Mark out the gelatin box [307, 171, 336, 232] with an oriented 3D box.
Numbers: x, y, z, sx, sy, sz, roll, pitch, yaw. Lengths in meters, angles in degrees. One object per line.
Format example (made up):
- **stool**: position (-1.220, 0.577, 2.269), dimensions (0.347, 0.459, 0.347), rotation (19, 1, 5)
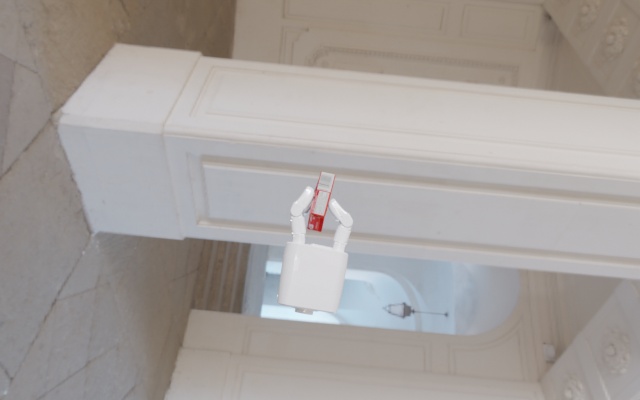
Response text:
- **gelatin box**: position (0.001, 0.003, 0.862), dimensions (0.030, 0.089, 0.073), rotation (15, -24, 1)
